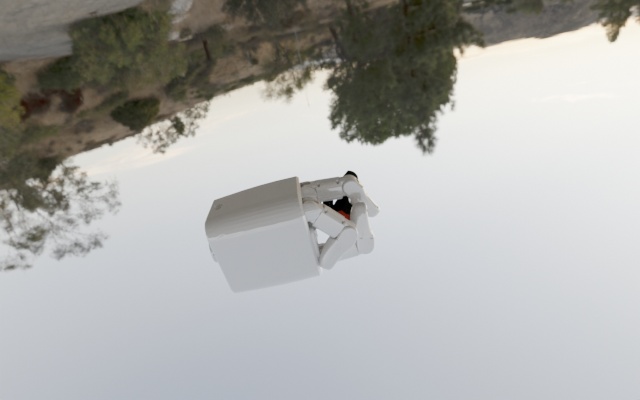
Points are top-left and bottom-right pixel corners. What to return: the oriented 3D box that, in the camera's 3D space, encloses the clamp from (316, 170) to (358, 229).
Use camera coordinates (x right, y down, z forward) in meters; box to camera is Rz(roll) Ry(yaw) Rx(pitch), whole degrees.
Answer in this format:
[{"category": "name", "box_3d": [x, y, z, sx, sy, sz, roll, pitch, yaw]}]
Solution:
[{"category": "clamp", "box_3d": [0.000, 0.003, 0.629, 0.120, 0.039, 0.171, -14, 20, 1]}]
